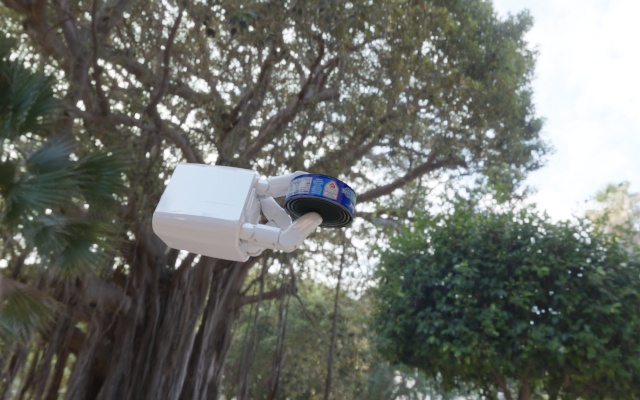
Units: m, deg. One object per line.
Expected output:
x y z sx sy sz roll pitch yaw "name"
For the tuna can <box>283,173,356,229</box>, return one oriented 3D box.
0.000 0.001 0.582 0.086 0.033 0.086 11 -25 5 "tuna can"
